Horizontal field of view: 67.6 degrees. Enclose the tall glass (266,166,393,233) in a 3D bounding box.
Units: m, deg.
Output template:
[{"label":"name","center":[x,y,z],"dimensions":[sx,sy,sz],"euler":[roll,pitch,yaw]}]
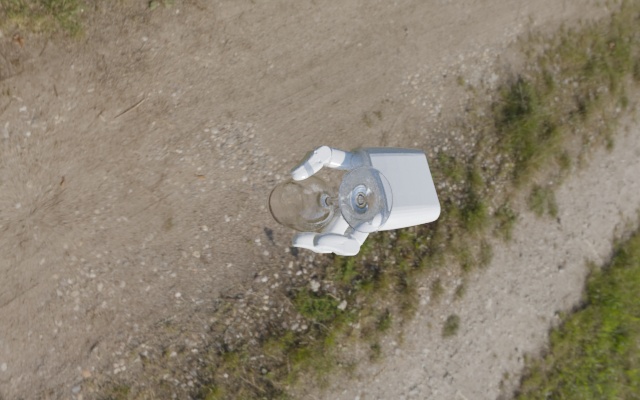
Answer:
[{"label":"tall glass","center":[0.000,0.002,0.609],"dimensions":[0.079,0.079,0.201],"euler":[0,-2,-32]}]
